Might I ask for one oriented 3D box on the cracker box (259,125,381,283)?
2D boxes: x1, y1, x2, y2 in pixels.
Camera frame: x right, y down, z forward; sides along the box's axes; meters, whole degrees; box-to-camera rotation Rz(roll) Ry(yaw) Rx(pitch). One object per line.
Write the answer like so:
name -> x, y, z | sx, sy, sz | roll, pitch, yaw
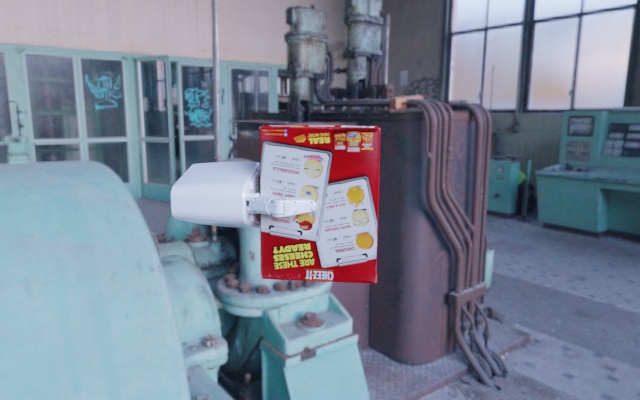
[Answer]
cracker box -> 0.000, 0.002, 0.674 | 0.164, 0.214, 0.072 | 1, 10, 6
